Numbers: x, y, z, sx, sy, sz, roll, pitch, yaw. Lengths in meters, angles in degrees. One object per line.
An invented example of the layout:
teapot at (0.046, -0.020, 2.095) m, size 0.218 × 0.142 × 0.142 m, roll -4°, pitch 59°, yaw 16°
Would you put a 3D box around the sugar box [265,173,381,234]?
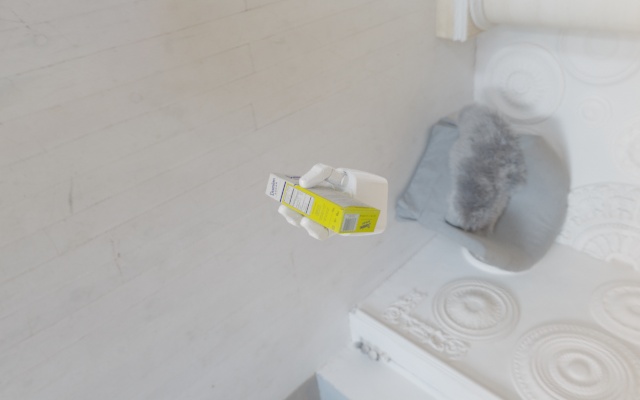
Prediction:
sugar box at (0.000, 0.003, 0.783) m, size 0.176 × 0.048 × 0.093 m, roll 24°, pitch 14°, yaw 41°
